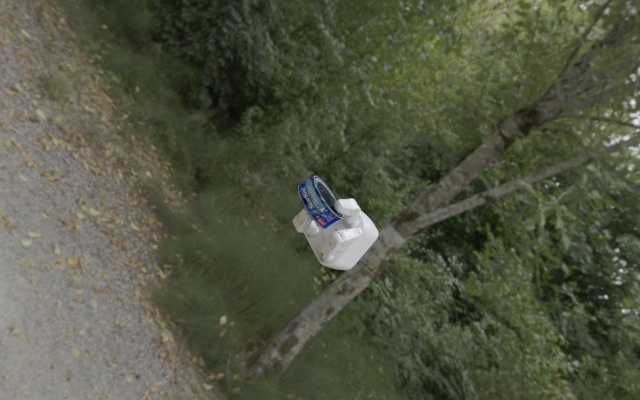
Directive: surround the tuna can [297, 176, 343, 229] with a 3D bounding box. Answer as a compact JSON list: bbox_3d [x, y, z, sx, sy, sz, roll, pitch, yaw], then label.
[{"bbox_3d":[0.001,0.002,0.784,0.034,0.086,0.086,-33,-9,14],"label":"tuna can"}]
